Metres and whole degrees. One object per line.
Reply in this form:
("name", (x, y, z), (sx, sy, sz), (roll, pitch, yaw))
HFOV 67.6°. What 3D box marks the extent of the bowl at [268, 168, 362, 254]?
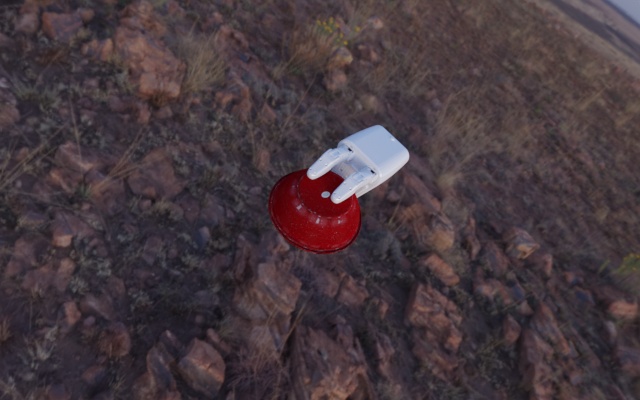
("bowl", (0.000, 0.003, 0.766), (0.162, 0.162, 0.055), (0, -32, -20))
